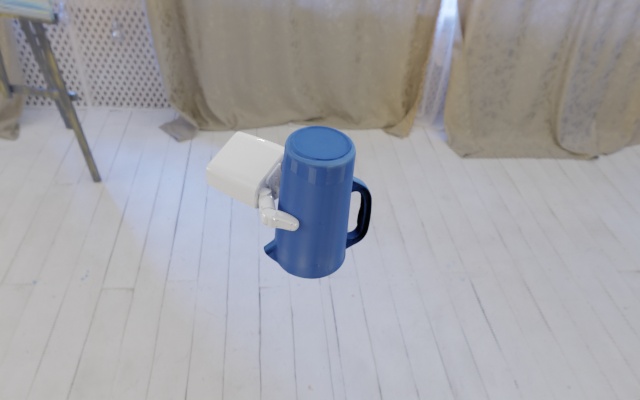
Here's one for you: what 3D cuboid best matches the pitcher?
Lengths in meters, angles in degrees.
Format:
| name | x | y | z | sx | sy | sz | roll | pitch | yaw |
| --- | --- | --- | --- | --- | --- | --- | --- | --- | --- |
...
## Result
| name | x | y | z | sx | sy | sz | roll | pitch | yaw |
| --- | --- | --- | --- | --- | --- | --- | --- | --- | --- |
| pitcher | 0.000 | 0.003 | 0.792 | 0.145 | 0.243 | 0.149 | 24 | 43 | 19 |
